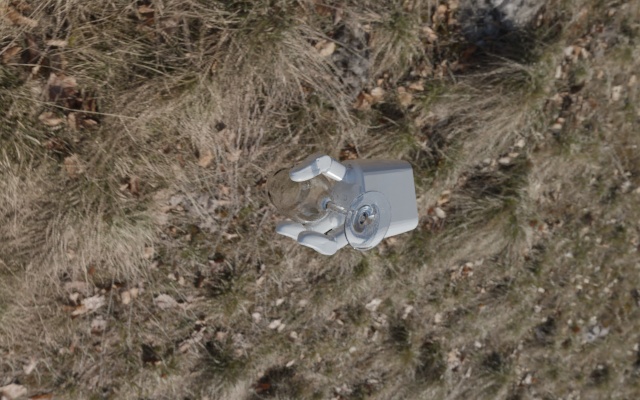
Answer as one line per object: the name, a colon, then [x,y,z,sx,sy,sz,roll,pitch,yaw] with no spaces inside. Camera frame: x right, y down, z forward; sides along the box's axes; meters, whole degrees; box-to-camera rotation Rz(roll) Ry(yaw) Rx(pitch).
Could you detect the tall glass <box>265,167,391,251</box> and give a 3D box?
tall glass: [0.000,0.002,0.645,0.079,0.079,0.201,0,13,-37]
